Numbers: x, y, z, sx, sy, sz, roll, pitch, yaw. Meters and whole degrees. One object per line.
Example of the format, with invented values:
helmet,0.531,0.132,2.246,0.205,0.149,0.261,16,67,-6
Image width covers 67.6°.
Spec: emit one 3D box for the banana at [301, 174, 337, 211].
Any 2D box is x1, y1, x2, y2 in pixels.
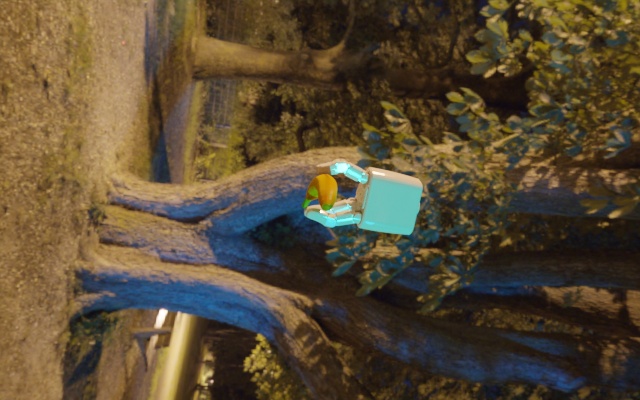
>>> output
banana,0.004,-0.015,0.866,0.037,0.069,0.198,14,-3,-10
